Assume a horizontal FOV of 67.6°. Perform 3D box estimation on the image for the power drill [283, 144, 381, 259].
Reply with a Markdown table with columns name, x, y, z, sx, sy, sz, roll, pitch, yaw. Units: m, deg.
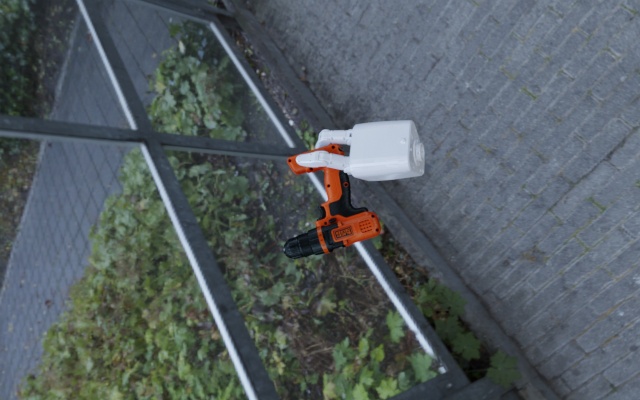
| name | x | y | z | sx | sy | sz | roll | pitch | yaw |
| --- | --- | --- | --- | --- | --- | --- | --- | --- | --- |
| power drill | 0.000 | 0.002 | 0.878 | 0.184 | 0.187 | 0.057 | -17 | -4 | 6 |
